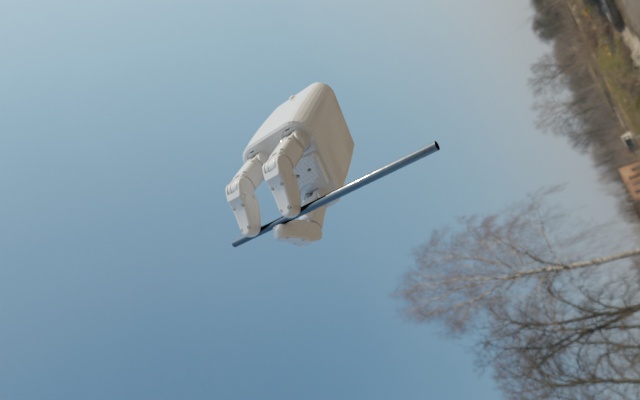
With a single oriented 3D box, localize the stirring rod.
[{"bbox_3d":[0.000,0.001,0.437,0.239,0.011,0.011,-26,-15,33],"label":"stirring rod"}]
